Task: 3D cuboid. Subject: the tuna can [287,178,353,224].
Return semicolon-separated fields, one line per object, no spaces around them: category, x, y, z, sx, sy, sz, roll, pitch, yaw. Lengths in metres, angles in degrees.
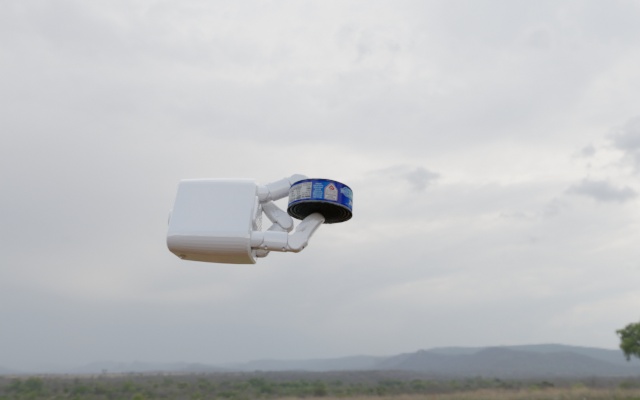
tuna can;0.000;0.002;0.622;0.086;0.033;0.086;4;-21;1
